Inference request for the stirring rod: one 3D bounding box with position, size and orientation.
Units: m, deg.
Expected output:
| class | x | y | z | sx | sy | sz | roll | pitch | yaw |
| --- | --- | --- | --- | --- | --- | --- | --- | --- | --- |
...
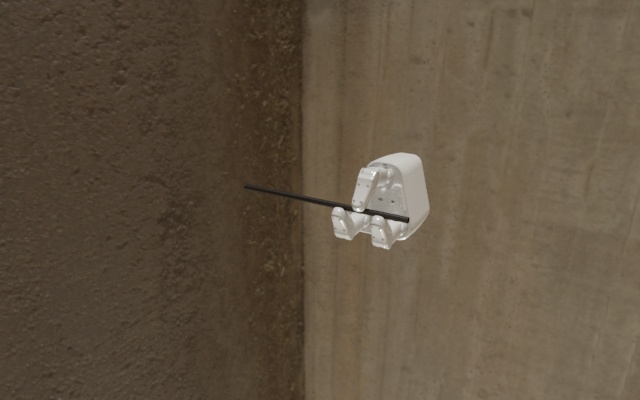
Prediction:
| class | x | y | z | sx | sy | sz | roll | pitch | yaw |
| --- | --- | --- | --- | --- | --- | --- | --- | --- | --- |
| stirring rod | 0.000 | 0.002 | 0.628 | 0.239 | 0.011 | 0.011 | 12 | 5 | 26 |
